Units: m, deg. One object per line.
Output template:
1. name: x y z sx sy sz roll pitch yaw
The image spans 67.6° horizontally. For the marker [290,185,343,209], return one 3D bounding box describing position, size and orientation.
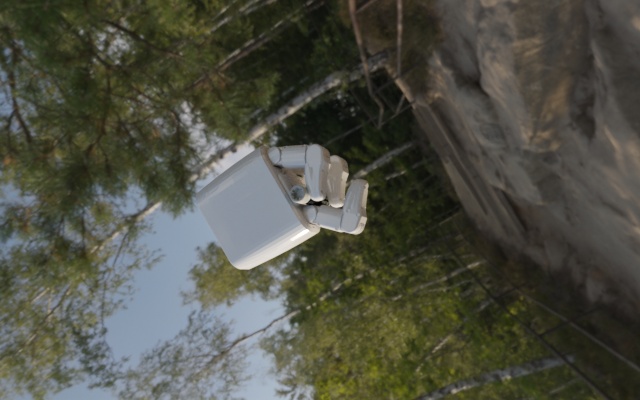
1. marker: 0.000 0.002 0.558 0.020 0.020 0.121 0 -9 25
